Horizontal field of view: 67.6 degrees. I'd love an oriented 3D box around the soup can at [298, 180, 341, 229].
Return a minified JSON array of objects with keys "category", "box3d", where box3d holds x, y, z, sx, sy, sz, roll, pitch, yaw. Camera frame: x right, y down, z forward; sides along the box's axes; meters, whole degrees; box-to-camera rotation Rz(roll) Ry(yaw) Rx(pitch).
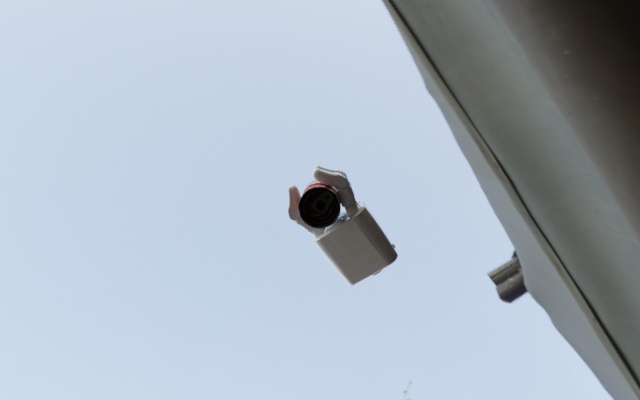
[{"category":"soup can","box3d":[0.000,0.002,0.807,0.068,0.068,0.102,0,10,2]}]
